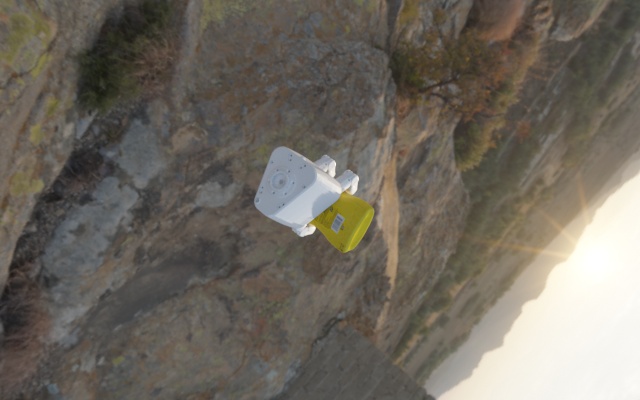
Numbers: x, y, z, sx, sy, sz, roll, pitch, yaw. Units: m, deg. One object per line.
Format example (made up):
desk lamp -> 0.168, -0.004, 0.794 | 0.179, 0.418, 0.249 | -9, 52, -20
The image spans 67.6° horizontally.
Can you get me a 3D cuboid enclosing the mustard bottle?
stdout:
mustard bottle -> 0.000, 0.003, 0.871 | 0.191, 0.096, 0.058 | 37, 28, 24
